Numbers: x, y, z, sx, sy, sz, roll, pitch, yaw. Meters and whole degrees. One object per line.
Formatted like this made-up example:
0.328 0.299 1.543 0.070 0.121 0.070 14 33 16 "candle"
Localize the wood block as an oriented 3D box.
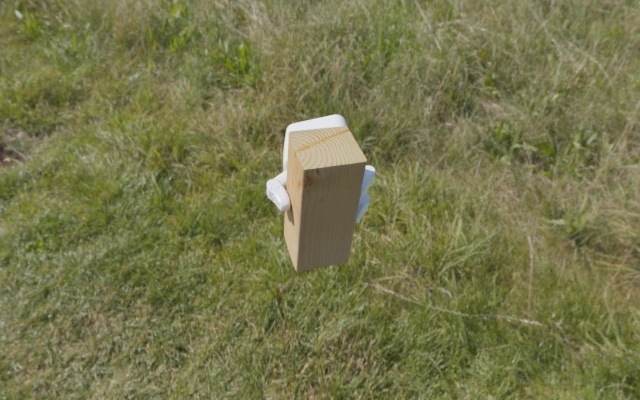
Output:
0.000 0.002 0.719 0.091 0.206 0.090 -8 44 -15 "wood block"
